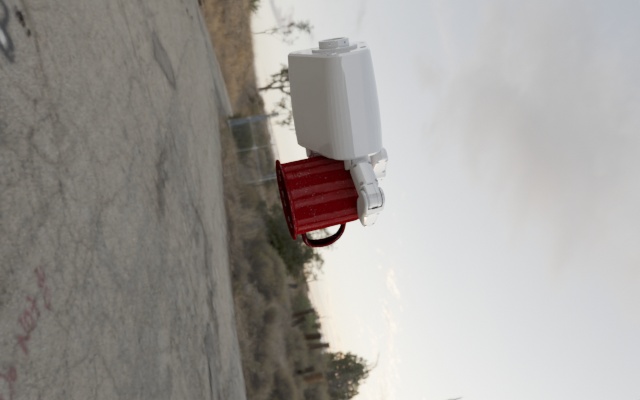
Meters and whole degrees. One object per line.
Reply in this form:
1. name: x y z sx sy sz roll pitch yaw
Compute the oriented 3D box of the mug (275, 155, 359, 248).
1. mug: 0.000 0.003 0.548 0.081 0.117 0.093 -12 25 -9
